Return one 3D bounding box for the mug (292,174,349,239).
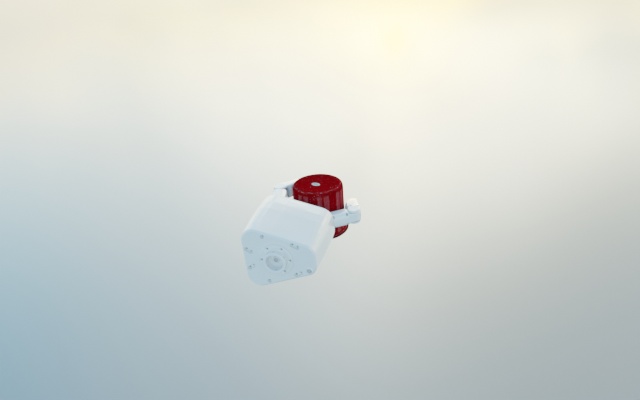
[{"bbox_3d":[0.000,0.002,0.790,0.093,0.081,0.117,2,27,12],"label":"mug"}]
